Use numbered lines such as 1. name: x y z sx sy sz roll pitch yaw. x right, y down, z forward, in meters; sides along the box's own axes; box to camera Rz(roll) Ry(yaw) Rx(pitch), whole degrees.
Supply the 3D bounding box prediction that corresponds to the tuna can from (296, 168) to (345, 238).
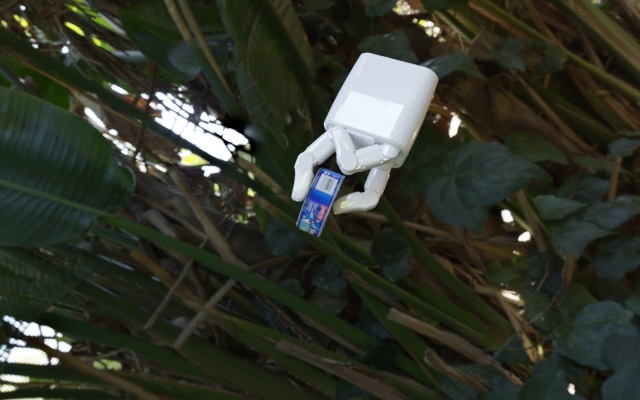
1. tuna can: 0.000 0.002 0.612 0.034 0.086 0.086 23 1 2
